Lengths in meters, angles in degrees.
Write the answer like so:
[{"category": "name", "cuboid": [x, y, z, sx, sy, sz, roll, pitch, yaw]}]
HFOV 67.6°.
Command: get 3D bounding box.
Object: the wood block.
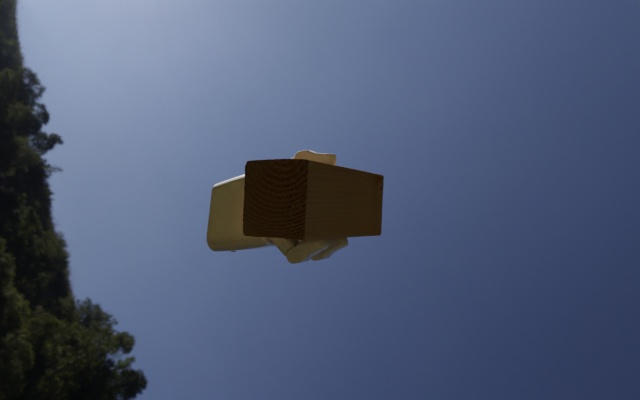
[{"category": "wood block", "cuboid": [0.000, 0.002, 0.625, 0.090, 0.091, 0.206, 1, -1, 31]}]
